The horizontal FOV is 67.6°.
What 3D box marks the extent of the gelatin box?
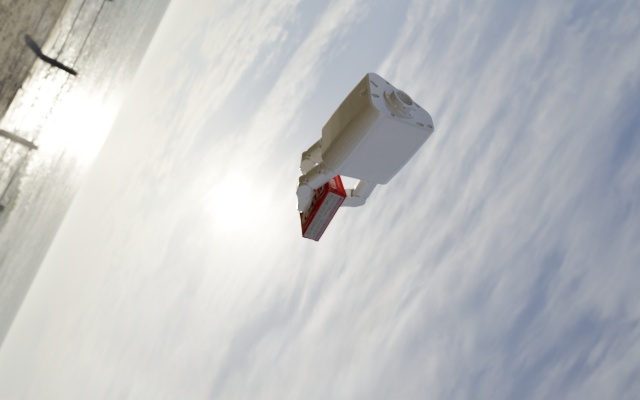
[{"bbox_3d":[0.000,0.003,0.685,0.030,0.089,0.073,19,29,-19],"label":"gelatin box"}]
